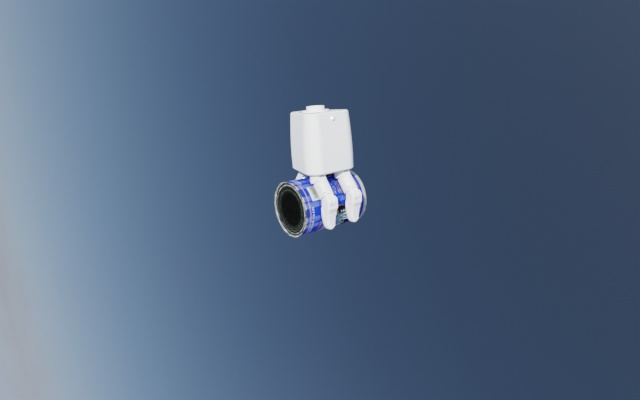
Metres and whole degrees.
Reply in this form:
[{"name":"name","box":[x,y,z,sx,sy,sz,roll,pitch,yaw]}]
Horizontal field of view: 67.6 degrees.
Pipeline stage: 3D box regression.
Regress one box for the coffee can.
[{"name":"coffee can","box":[0.000,0.003,0.893,0.140,0.103,0.103,-14,8,-35]}]
